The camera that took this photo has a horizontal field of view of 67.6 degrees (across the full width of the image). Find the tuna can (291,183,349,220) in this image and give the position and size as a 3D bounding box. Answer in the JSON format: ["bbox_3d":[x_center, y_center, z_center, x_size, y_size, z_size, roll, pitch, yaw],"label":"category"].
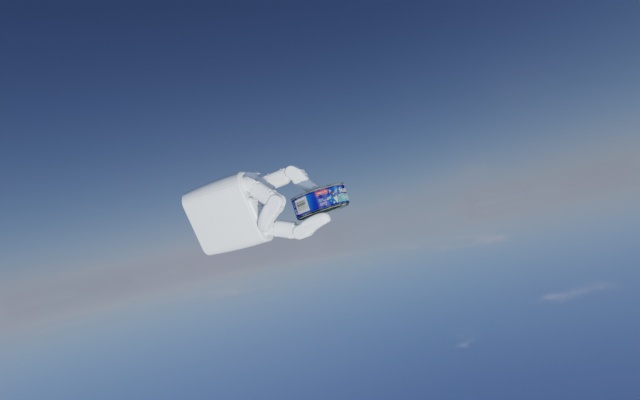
[{"bbox_3d":[0.000,0.003,0.727,0.086,0.033,0.086,-17,-6,-2],"label":"tuna can"}]
